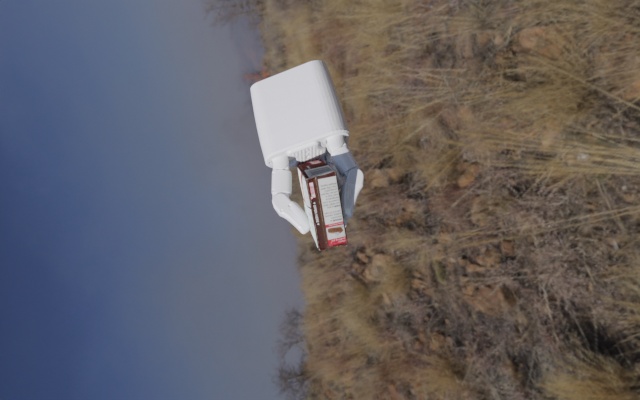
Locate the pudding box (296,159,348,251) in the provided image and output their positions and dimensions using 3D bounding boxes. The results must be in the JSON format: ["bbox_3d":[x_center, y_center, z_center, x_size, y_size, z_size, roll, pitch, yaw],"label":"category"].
[{"bbox_3d":[0.000,0.002,0.587,0.039,0.090,0.113,-12,13,-4],"label":"pudding box"}]
